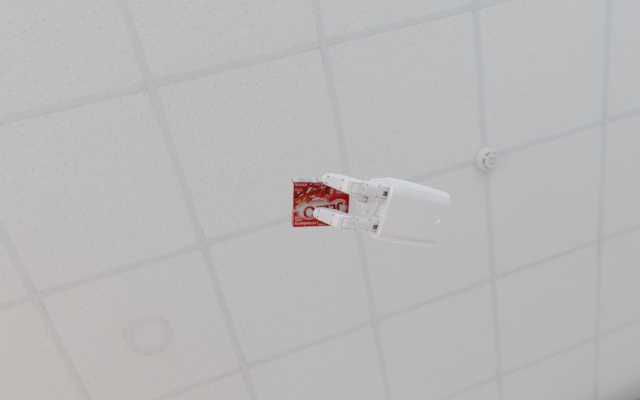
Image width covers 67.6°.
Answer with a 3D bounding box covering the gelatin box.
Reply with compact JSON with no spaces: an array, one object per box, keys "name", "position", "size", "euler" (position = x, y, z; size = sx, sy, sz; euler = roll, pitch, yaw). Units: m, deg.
[{"name":"gelatin box","position":[0.000,0.002,0.739],"size":[0.089,0.073,0.030],"euler":[-1,18,-8]}]
